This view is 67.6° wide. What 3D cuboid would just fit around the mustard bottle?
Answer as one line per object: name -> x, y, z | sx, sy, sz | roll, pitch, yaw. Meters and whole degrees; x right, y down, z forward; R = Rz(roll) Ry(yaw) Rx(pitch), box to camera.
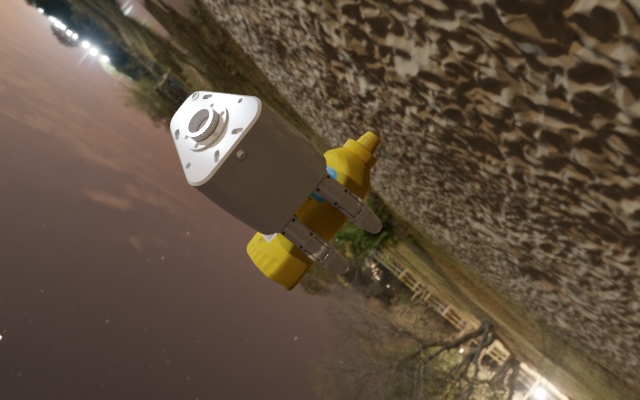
mustard bottle -> 0.000, 0.002, 0.531 | 0.058, 0.191, 0.096 | 39, -1, -26
